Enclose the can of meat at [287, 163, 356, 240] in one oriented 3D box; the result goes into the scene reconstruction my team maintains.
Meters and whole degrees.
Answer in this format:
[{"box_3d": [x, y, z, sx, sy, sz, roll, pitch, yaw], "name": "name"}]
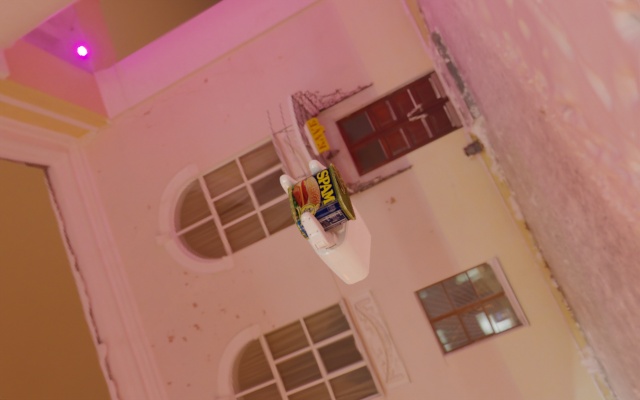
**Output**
[{"box_3d": [0.000, 0.003, 0.755, 0.084, 0.102, 0.057, -26, -44, 13], "name": "can of meat"}]
